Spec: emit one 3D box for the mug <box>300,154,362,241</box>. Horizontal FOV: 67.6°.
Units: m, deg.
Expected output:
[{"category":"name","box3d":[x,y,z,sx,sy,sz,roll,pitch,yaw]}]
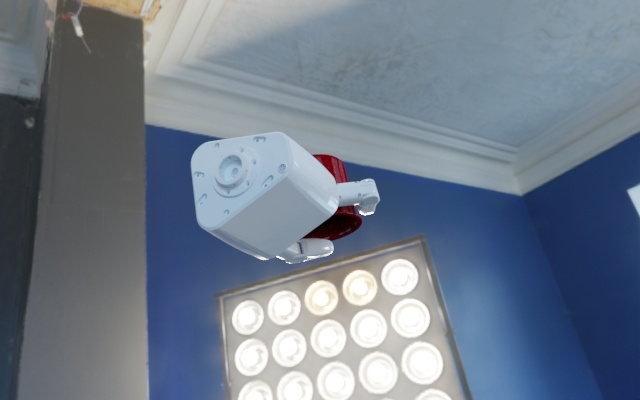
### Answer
[{"category":"mug","box3d":[0.001,0.002,0.580,0.093,0.081,0.117,-18,-24,15]}]
